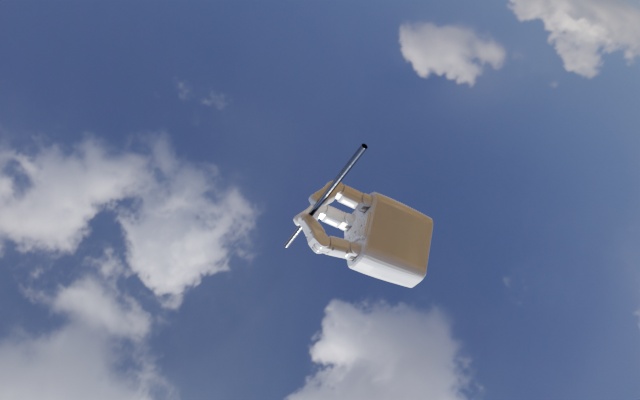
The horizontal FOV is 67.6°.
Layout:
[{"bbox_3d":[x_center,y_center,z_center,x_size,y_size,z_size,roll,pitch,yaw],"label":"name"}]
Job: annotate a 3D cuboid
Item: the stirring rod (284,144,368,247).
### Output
[{"bbox_3d":[0.000,0.002,0.650,0.011,0.011,0.240,0,-33,-31],"label":"stirring rod"}]
